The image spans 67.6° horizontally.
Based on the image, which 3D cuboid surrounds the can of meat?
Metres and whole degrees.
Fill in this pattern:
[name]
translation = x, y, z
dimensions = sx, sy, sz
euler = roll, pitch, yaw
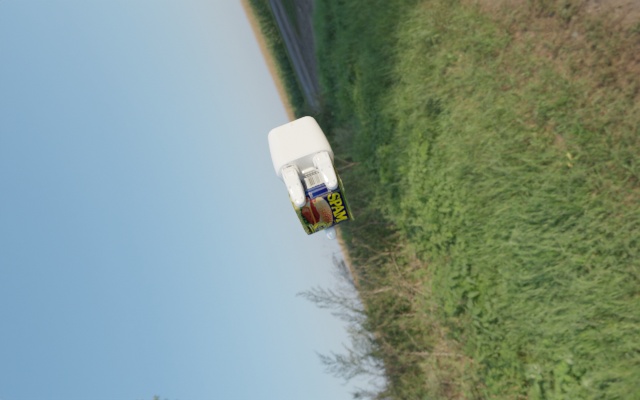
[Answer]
[can of meat]
translation = 0.000, 0.003, 0.772
dimensions = 0.084, 0.057, 0.102
euler = -21, -43, 0
